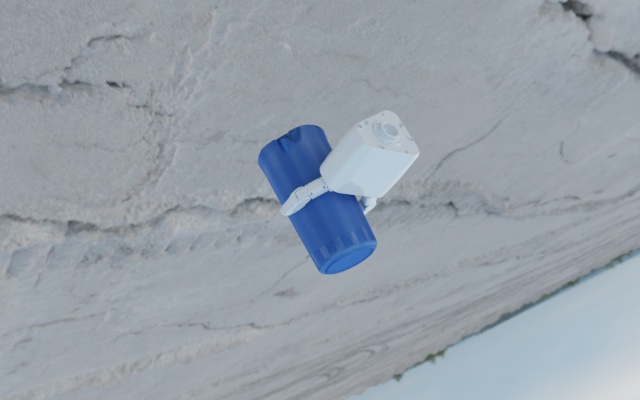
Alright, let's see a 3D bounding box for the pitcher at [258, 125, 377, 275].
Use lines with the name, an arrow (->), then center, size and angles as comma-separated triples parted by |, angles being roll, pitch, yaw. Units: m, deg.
pitcher -> 0.000, 0.003, 0.832 | 0.149, 0.242, 0.145 | -9, -29, -39
